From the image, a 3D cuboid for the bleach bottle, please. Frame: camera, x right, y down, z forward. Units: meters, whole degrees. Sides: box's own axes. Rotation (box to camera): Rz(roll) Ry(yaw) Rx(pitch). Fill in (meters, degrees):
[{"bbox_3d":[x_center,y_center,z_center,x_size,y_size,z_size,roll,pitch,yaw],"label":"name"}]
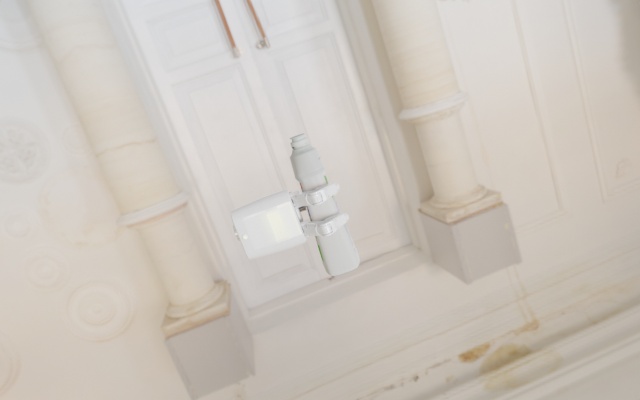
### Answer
[{"bbox_3d":[0.000,0.003,0.852,0.068,0.251,0.102,-19,13,0],"label":"bleach bottle"}]
